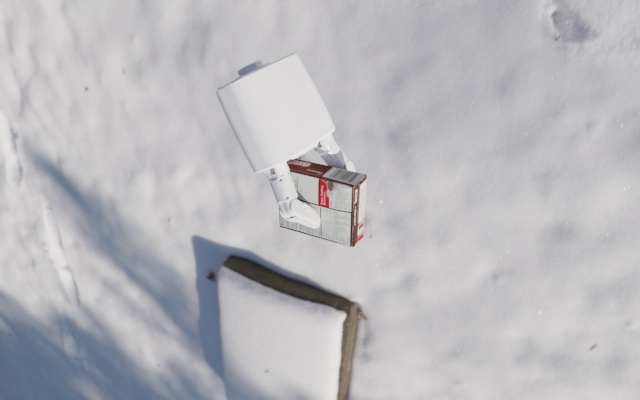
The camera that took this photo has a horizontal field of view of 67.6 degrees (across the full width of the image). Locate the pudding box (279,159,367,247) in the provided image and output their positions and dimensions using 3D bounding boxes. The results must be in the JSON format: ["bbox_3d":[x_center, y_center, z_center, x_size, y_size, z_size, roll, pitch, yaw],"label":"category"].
[{"bbox_3d":[0.000,0.002,0.610,0.113,0.090,0.039,15,32,26],"label":"pudding box"}]
